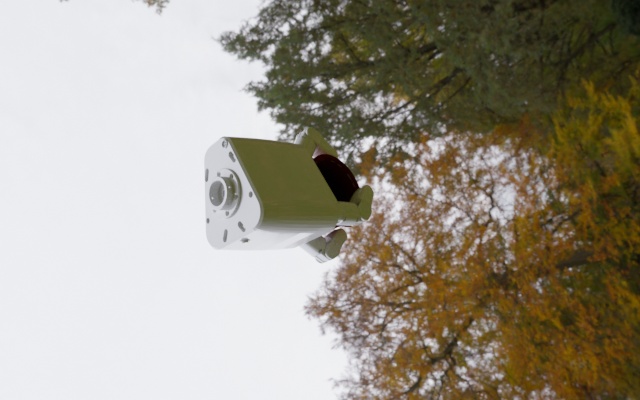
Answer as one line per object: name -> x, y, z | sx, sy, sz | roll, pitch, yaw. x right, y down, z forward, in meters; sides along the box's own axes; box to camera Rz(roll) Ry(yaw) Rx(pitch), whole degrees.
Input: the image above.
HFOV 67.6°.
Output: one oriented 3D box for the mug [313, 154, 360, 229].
mug -> 0.001, 0.002, 0.599 | 0.081, 0.093, 0.117 | -27, -20, 38
